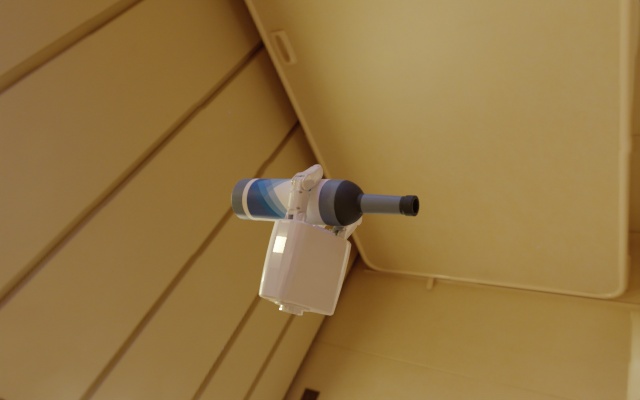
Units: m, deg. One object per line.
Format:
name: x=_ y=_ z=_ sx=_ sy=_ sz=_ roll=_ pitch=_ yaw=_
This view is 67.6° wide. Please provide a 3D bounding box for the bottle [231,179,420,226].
bottle: x=0.000 y=0.002 z=0.695 sx=0.295 sy=0.069 sz=0.069 roll=2 pitch=1 yaw=34
